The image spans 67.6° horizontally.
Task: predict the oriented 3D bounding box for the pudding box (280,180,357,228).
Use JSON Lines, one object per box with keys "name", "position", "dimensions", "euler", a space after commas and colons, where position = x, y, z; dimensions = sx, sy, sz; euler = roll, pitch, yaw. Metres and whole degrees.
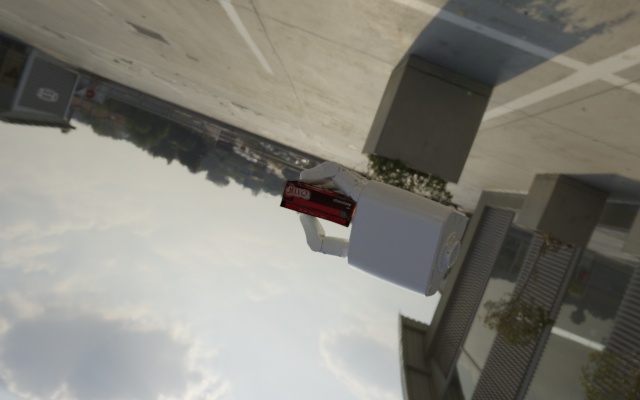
{"name": "pudding box", "position": [0.000, 0.002, 0.626], "dimensions": [0.090, 0.039, 0.113], "euler": [18, 1, 3]}
